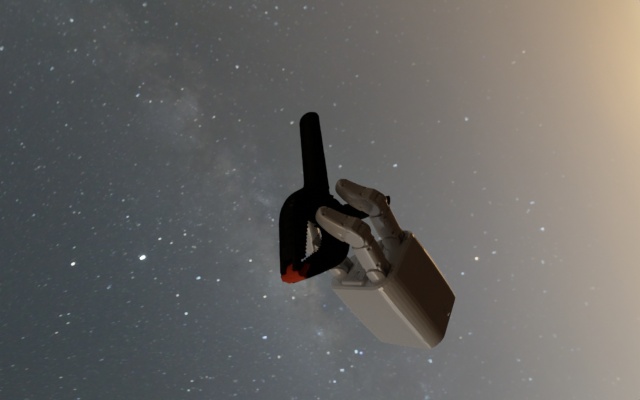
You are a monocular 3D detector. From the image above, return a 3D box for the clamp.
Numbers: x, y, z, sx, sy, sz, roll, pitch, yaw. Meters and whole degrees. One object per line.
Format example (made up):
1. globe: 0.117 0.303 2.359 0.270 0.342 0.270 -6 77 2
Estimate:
1. clamp: -0.001 0.003 0.544 0.036 0.164 0.210 -26 20 41
